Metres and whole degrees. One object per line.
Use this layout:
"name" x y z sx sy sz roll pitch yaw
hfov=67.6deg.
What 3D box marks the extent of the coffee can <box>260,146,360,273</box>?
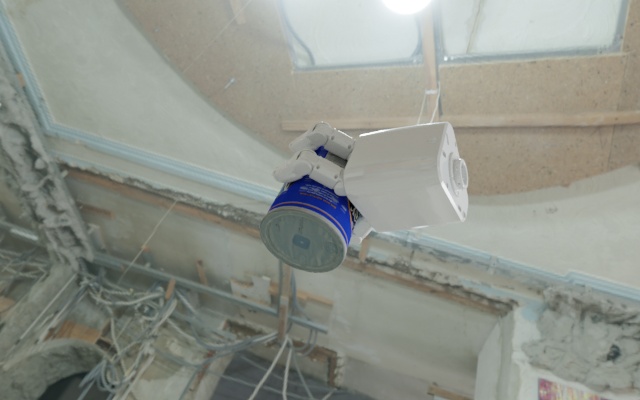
"coffee can" 0.000 0.002 0.583 0.103 0.103 0.140 0 42 25
